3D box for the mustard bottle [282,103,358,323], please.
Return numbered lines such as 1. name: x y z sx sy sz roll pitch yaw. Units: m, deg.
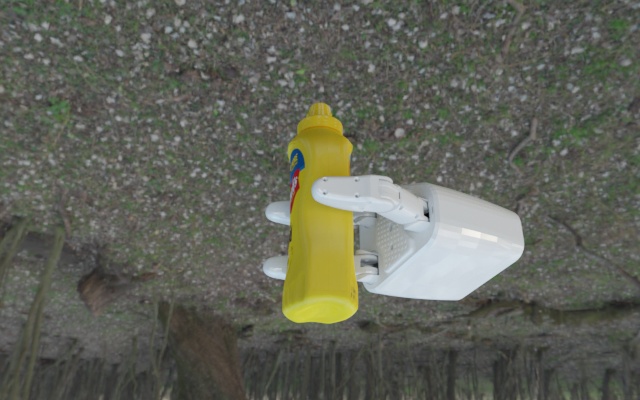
1. mustard bottle: 0.000 0.002 0.406 0.058 0.191 0.096 3 -23 -5
